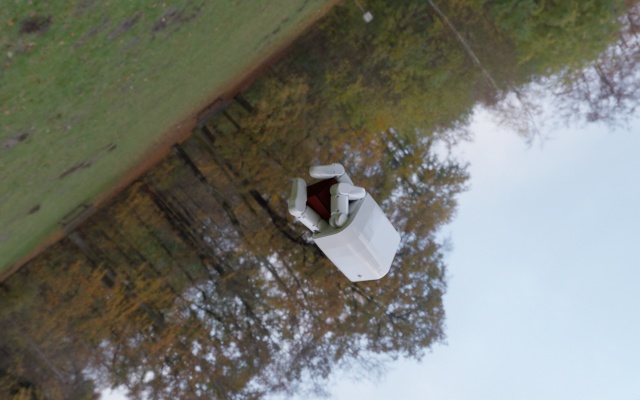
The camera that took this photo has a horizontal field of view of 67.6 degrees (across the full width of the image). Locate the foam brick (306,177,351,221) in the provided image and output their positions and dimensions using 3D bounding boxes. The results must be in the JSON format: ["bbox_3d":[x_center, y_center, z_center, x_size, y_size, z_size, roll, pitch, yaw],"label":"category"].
[{"bbox_3d":[0.000,0.003,0.789,0.078,0.051,0.053,-19,25,53],"label":"foam brick"}]
